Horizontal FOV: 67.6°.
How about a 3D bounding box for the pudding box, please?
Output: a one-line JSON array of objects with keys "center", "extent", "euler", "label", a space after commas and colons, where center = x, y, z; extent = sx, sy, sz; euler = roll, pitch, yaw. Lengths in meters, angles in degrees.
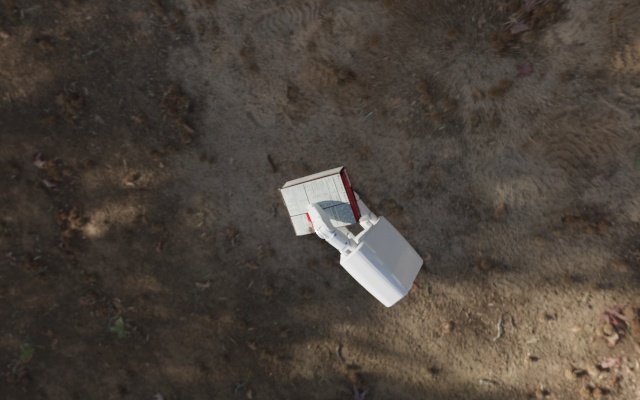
[{"center": [0.000, 0.003, 0.774], "extent": [0.113, 0.090, 0.039], "euler": [-14, 14, 20], "label": "pudding box"}]
